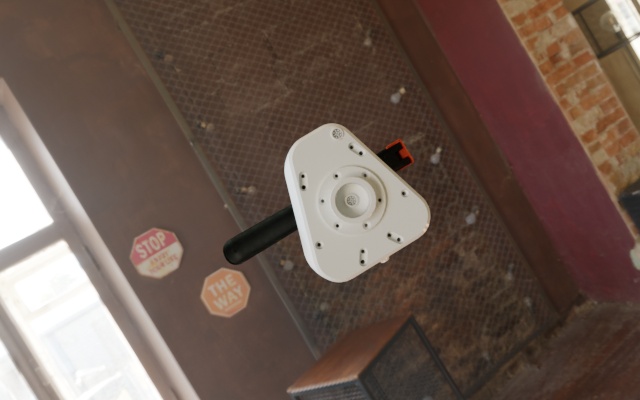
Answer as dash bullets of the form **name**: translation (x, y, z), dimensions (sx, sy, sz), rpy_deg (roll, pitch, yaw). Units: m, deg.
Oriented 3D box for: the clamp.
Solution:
- **clamp**: translation (0.000, 0.001, 0.514), dimensions (0.210, 0.036, 0.164), rpy_deg (-31, 0, -4)
